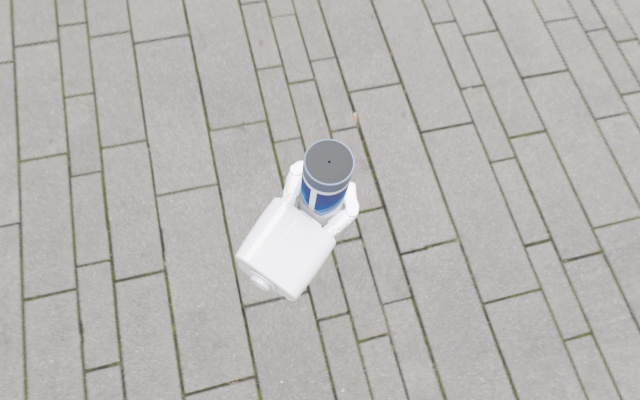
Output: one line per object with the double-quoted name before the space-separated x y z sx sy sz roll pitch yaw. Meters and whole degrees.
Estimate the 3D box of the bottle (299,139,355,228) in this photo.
"bottle" 0.000 0.002 0.747 0.069 0.069 0.296 0 -21 -5
